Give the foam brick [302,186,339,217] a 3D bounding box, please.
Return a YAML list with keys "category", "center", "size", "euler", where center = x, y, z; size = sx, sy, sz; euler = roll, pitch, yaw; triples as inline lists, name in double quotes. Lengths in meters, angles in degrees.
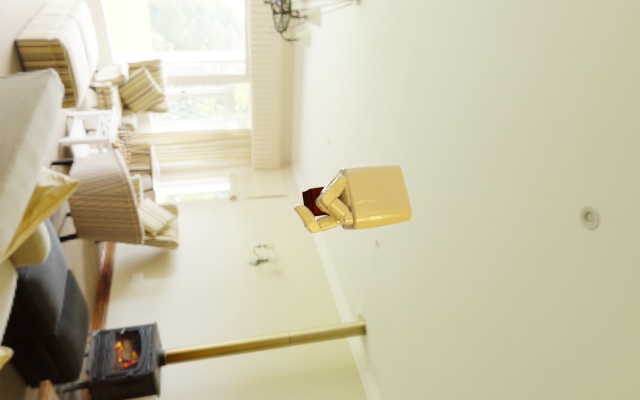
- category: "foam brick"
  center: [0.000, 0.003, 0.883]
  size: [0.051, 0.053, 0.078]
  euler: [-8, -1, -13]
